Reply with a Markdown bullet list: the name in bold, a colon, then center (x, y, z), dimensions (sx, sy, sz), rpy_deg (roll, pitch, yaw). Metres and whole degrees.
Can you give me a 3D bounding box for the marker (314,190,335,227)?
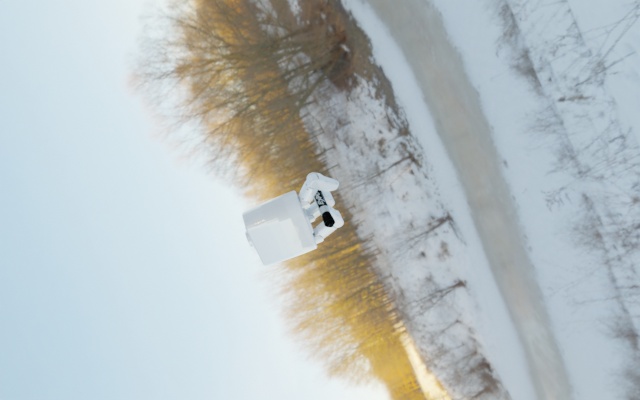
- **marker**: center (0.000, 0.003, 0.838), dimensions (0.020, 0.020, 0.121), rpy_deg (0, 41, -22)
